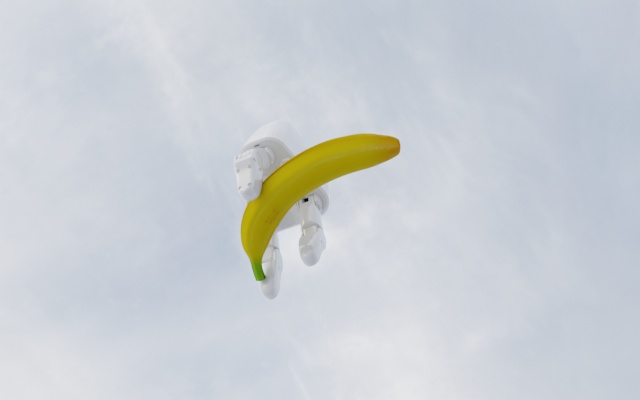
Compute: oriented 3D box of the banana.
[{"bbox_3d":[-0.016,-0.009,0.458,0.198,0.069,0.037,-43,12,17],"label":"banana"}]
